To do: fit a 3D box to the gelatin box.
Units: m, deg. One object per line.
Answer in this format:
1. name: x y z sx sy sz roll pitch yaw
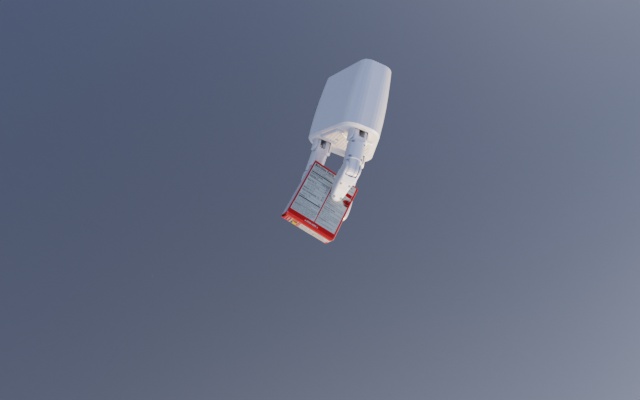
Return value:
1. gelatin box: 0.000 0.002 0.647 0.073 0.089 0.030 32 -25 -10
